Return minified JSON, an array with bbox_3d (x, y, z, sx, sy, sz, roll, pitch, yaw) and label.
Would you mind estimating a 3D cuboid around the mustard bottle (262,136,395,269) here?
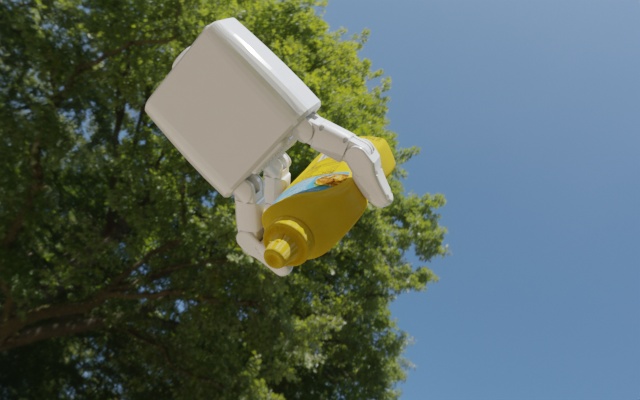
[{"bbox_3d":[0.000,0.002,0.438,0.096,0.058,0.191,-15,19,31],"label":"mustard bottle"}]
